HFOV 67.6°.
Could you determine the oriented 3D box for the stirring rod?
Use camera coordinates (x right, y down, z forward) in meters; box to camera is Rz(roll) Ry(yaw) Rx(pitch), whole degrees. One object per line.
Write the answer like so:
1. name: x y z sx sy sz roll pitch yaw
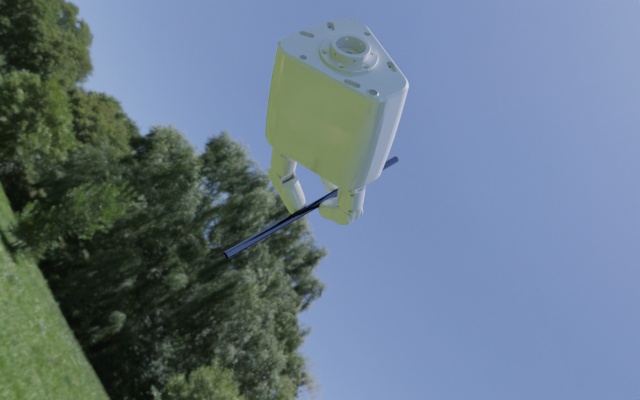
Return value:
1. stirring rod: 0.000 0.002 0.521 0.239 0.011 0.011 -29 15 -29
